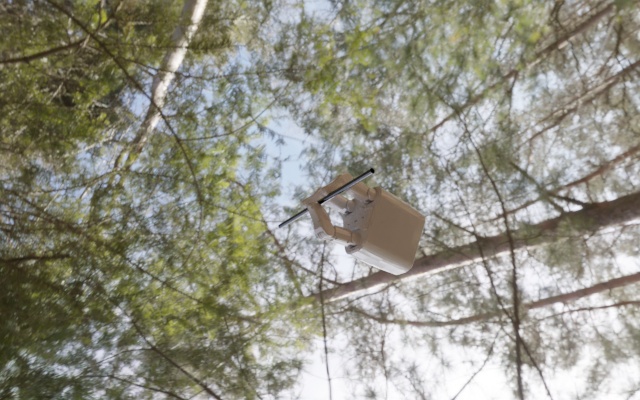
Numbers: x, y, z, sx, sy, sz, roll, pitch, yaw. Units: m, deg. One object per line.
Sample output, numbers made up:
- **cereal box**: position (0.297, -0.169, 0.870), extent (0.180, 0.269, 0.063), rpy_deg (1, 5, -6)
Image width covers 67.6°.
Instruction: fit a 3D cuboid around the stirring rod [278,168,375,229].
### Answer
- **stirring rod**: position (0.000, 0.002, 0.720), extent (0.011, 0.011, 0.239), rpy_deg (0, -20, -37)
